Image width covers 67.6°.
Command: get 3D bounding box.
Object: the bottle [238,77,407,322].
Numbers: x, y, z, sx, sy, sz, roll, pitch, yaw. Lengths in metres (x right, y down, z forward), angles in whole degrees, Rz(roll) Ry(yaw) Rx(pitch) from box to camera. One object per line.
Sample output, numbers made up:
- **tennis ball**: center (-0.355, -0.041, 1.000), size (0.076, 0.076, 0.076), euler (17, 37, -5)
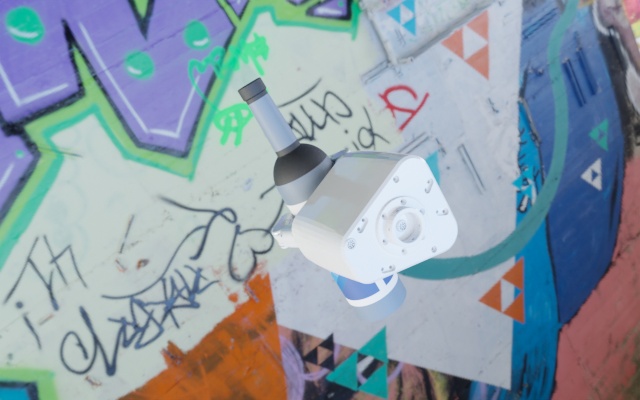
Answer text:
- **bottle**: center (0.000, 0.002, 0.528), size (0.069, 0.296, 0.069), euler (-28, 17, 10)
